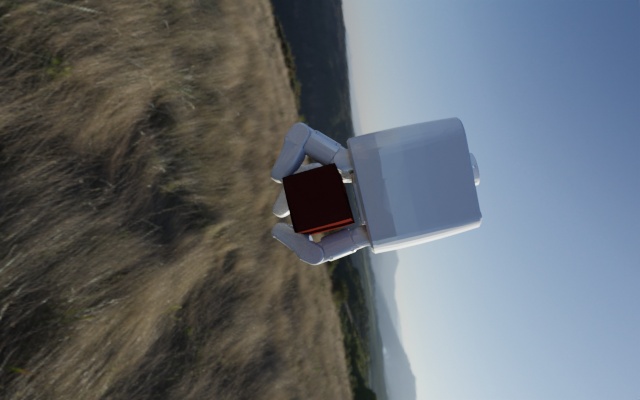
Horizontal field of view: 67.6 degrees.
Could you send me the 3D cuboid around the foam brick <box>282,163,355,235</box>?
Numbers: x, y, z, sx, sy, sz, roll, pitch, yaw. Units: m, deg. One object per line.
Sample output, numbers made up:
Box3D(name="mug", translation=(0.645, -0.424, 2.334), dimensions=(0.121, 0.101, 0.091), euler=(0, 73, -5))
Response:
Box3D(name="foam brick", translation=(0.000, 0.002, 0.453), dimensions=(0.051, 0.053, 0.078), euler=(-15, -7, 5))
